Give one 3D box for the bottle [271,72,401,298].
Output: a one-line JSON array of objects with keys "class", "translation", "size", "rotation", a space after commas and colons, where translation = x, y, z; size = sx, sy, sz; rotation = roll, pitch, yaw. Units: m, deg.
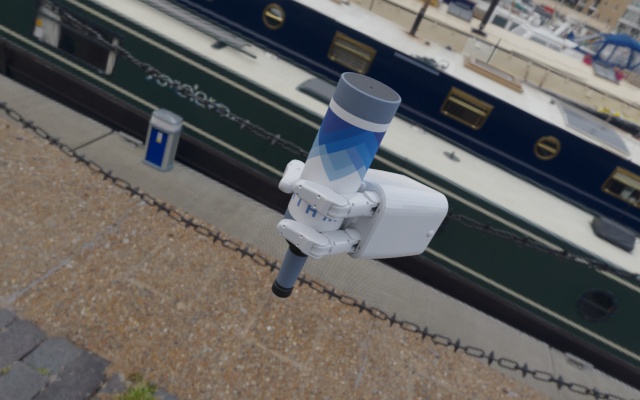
[{"class": "bottle", "translation": [0.000, 0.002, 0.557], "size": [0.069, 0.296, 0.069], "rotation": [18, 30, -11]}]
